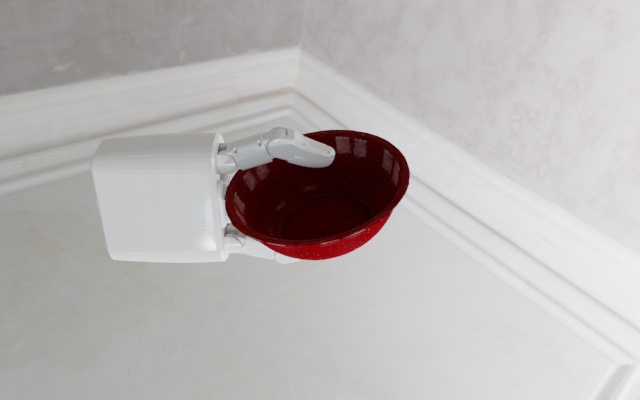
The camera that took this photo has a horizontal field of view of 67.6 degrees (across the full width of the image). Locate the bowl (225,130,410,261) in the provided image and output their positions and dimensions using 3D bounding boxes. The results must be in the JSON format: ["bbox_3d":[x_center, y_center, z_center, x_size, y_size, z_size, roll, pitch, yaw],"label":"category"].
[{"bbox_3d":[0.001,0.002,0.427,0.162,0.055,0.162,-8,38,7],"label":"bowl"}]
